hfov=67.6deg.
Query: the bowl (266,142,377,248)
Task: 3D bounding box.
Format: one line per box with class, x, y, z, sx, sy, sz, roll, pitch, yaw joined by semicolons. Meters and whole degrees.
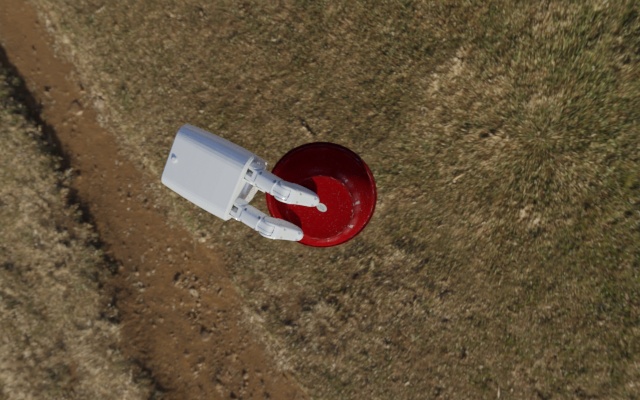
bowl;0.001;0.003;0.667;0.162;0.162;0.055;0;18;2
